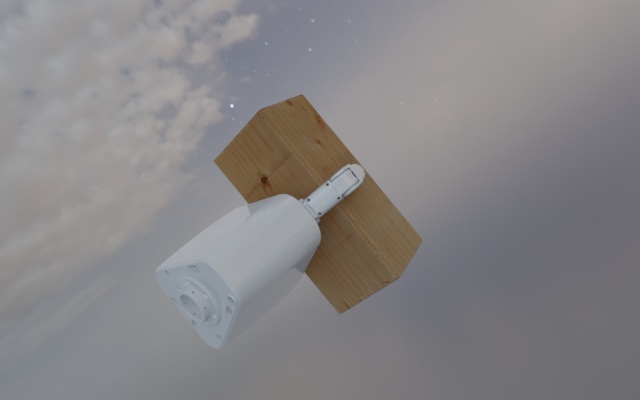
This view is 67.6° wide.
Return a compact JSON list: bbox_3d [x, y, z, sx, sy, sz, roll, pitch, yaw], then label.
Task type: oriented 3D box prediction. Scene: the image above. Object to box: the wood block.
[{"bbox_3d":[0.000,0.002,0.506,0.091,0.206,0.090,-40,0,34],"label":"wood block"}]
